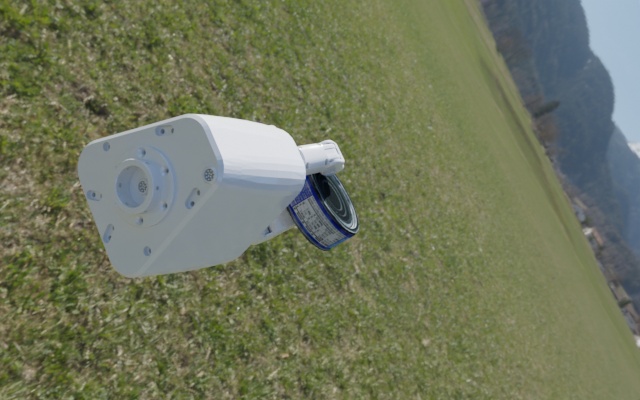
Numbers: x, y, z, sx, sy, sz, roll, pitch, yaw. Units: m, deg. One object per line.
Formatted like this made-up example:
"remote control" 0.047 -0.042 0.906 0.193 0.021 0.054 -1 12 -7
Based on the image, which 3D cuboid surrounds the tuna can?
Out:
"tuna can" 0.001 0.001 0.443 0.034 0.086 0.086 -31 -10 18
